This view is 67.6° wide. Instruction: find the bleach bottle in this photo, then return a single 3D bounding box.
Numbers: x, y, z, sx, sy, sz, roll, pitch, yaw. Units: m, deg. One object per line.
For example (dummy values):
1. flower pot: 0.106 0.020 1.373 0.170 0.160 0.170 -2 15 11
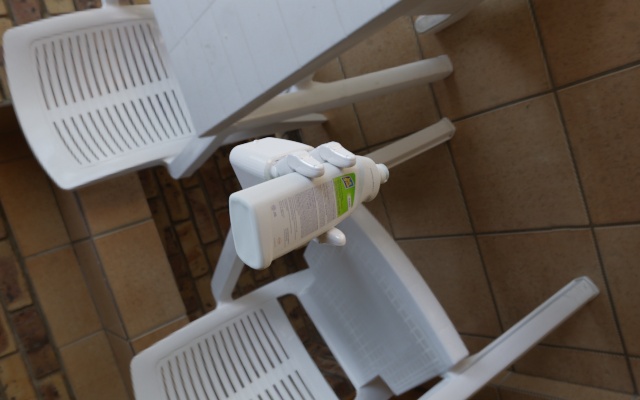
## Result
1. bleach bottle: 0.000 0.002 0.660 0.251 0.103 0.068 -21 27 -36
